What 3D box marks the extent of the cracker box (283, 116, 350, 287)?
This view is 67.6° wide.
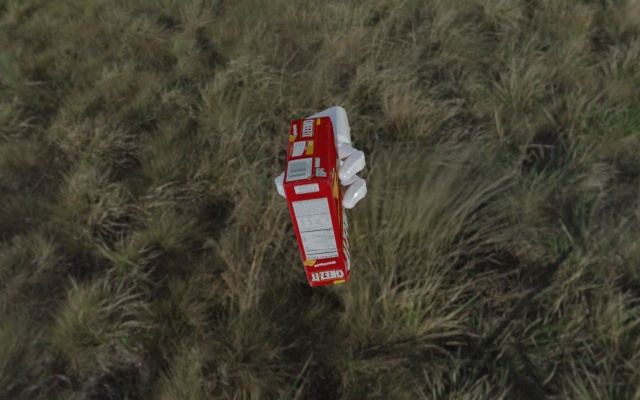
[{"bbox_3d":[0.000,0.002,0.750,0.072,0.214,0.164,-6,40,7],"label":"cracker box"}]
